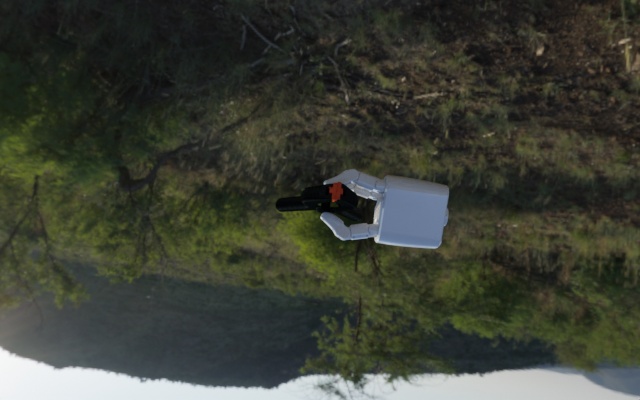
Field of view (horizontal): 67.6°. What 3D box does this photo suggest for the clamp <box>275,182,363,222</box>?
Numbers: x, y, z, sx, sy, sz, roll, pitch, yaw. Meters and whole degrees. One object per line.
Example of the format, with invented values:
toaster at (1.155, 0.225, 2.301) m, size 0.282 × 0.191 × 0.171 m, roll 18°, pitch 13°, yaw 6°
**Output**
clamp at (0.000, 0.003, 0.814) m, size 0.164 × 0.036 × 0.210 m, roll 5°, pitch -11°, yaw 0°
